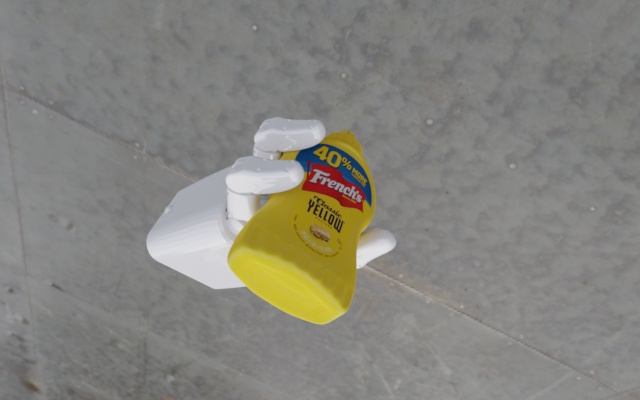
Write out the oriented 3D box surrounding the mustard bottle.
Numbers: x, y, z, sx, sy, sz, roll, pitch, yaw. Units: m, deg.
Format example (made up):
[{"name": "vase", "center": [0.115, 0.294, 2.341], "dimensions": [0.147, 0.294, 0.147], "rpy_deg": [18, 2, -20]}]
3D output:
[{"name": "mustard bottle", "center": [0.000, 0.001, 0.407], "dimensions": [0.096, 0.191, 0.058], "rpy_deg": [34, -45, -12]}]
